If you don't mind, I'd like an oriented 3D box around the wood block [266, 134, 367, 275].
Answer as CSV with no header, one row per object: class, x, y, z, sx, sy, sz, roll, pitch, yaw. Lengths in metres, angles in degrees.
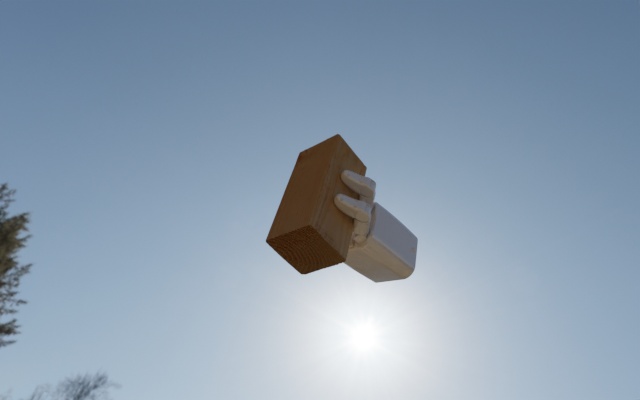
wood block,0.000,0.003,0.762,0.091,0.206,0.090,-23,-56,34
